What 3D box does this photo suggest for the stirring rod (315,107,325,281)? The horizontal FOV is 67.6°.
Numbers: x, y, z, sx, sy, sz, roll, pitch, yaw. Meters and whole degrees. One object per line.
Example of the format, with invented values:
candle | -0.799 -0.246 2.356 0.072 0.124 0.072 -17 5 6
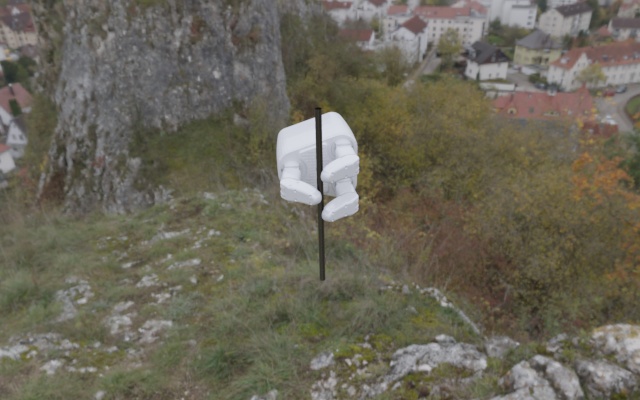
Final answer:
stirring rod | 0.000 0.002 0.595 0.011 0.240 0.011 -1 29 1
